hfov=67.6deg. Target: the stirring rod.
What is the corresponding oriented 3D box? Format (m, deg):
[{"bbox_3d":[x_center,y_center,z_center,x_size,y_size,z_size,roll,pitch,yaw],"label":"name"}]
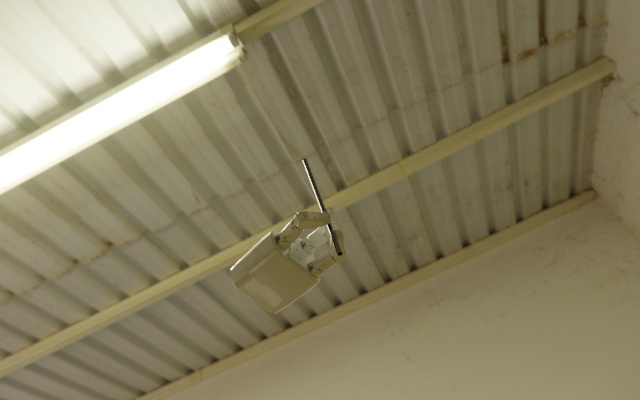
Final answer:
[{"bbox_3d":[0.000,0.003,0.806,0.011,0.011,0.239,0,40,-19],"label":"stirring rod"}]
